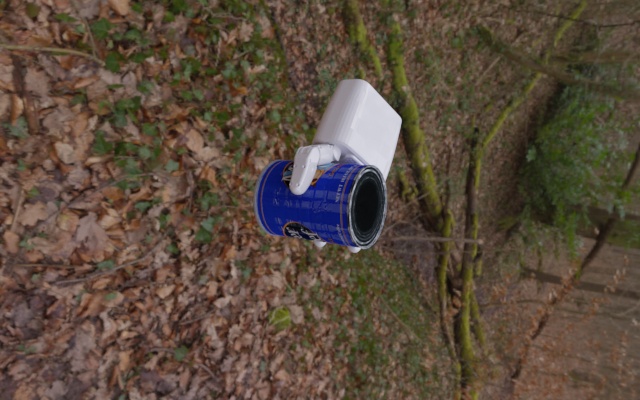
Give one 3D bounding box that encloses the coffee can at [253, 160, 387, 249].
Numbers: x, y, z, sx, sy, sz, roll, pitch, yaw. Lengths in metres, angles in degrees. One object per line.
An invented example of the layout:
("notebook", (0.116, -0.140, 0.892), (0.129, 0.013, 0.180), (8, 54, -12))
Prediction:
("coffee can", (0.000, 0.002, 0.610), (0.140, 0.103, 0.103), (6, 3, 32))
